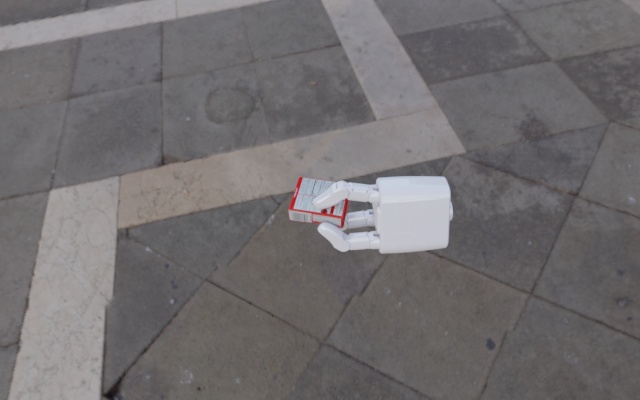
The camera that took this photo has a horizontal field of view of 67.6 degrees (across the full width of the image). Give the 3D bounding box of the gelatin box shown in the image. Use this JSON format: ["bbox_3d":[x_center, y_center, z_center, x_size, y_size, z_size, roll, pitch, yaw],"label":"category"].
[{"bbox_3d":[0.000,0.002,0.761,0.089,0.073,0.030,9,-40,8],"label":"gelatin box"}]
